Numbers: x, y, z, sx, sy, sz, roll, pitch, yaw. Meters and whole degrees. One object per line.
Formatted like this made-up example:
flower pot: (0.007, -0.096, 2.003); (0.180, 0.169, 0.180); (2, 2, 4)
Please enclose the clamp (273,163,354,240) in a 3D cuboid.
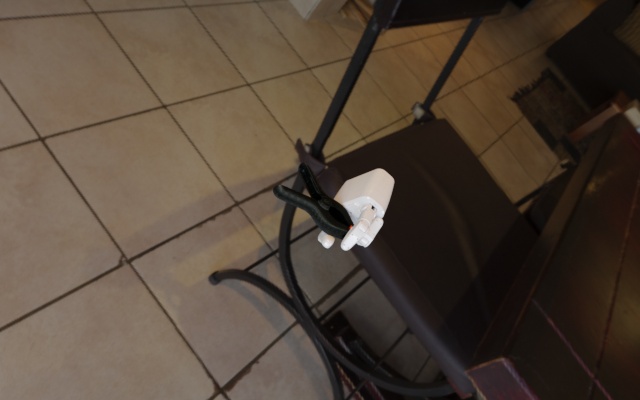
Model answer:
clamp: (0.001, 0.003, 0.876); (0.039, 0.171, 0.120); (-41, 13, 41)
